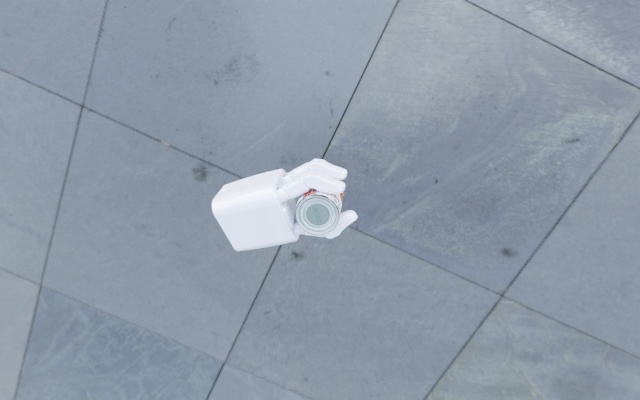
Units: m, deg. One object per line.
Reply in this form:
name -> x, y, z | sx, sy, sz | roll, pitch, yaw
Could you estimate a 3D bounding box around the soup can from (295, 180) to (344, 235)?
soup can -> 0.001, 0.003, 0.748 | 0.068, 0.068, 0.102 | 0, 23, 7
